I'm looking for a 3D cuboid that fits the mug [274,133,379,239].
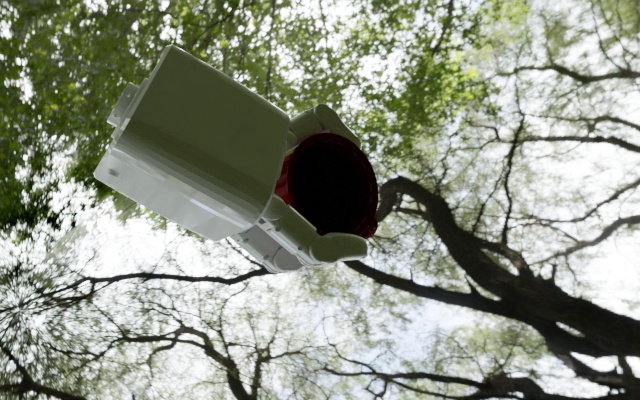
[{"bbox_3d":[0.001,0.002,0.434,0.117,0.093,0.081,32,-26,-24],"label":"mug"}]
